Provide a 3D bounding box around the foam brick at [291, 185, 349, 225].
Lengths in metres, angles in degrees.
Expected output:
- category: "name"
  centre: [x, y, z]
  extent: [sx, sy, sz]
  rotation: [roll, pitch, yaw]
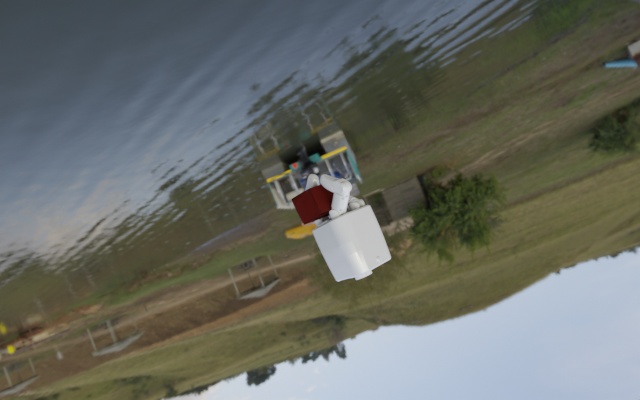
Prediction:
- category: "foam brick"
  centre: [0.000, 0.003, 0.846]
  extent: [0.078, 0.051, 0.053]
  rotation: [-19, -8, -45]
